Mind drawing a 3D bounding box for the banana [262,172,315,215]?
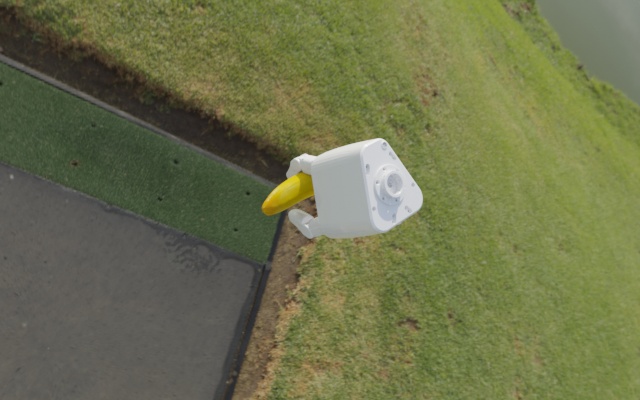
[{"bbox_3d":[0.003,-0.016,0.703,0.198,0.069,0.037,-2,5,-37],"label":"banana"}]
